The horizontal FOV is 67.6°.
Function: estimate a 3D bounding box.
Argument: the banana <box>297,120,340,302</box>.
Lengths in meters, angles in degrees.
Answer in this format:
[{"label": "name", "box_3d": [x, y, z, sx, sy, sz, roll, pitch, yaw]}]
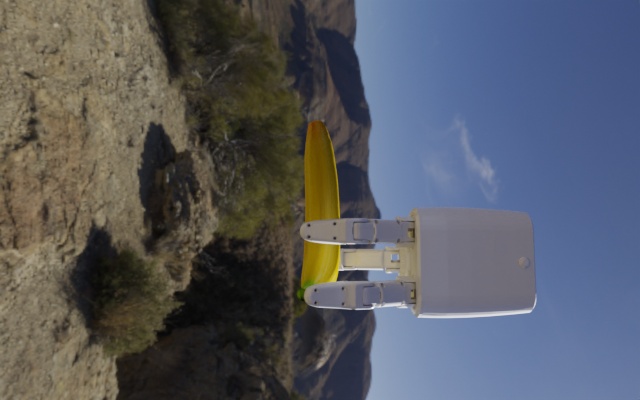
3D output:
[{"label": "banana", "box_3d": [0.001, 0.014, 0.478, 0.037, 0.197, 0.070, -1, -30, 3]}]
